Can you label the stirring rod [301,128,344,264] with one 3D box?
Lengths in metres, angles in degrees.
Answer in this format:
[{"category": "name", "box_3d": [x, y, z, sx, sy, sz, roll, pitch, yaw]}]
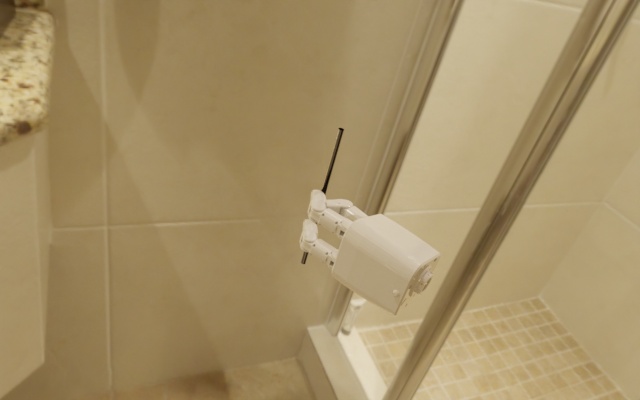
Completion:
[{"category": "stirring rod", "box_3d": [0.000, 0.002, 0.701, 0.011, 0.240, 0.011, 11, 33, -7]}]
